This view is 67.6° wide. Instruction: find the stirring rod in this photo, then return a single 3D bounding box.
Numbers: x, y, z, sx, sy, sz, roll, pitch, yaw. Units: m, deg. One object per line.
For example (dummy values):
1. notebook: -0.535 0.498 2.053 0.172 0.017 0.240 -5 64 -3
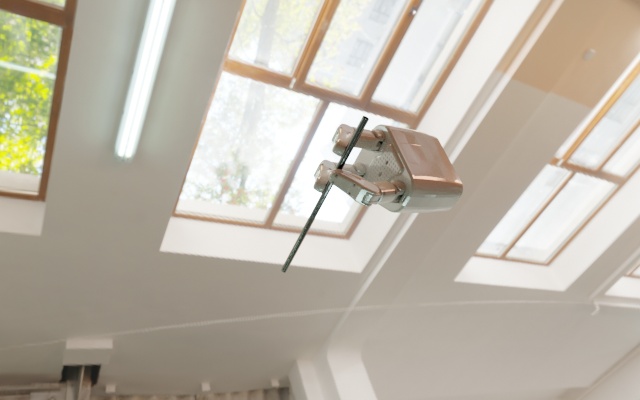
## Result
1. stirring rod: 0.000 0.002 0.578 0.011 0.240 0.011 20 31 -13
